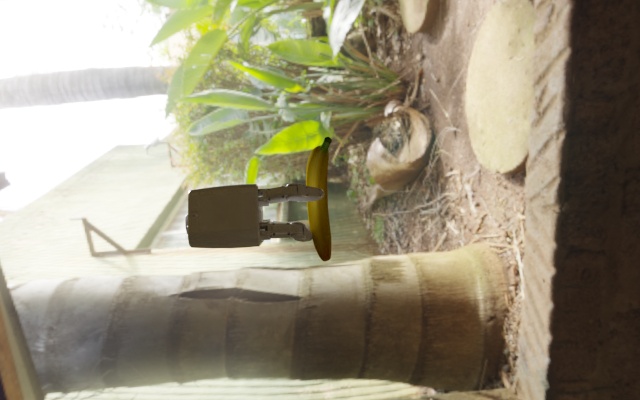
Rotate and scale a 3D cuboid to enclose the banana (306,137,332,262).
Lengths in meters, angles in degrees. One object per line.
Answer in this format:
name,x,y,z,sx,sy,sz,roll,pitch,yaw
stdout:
banana,-0.003,-0.002,0.781,0.037,0.198,0.069,-2,5,-9
